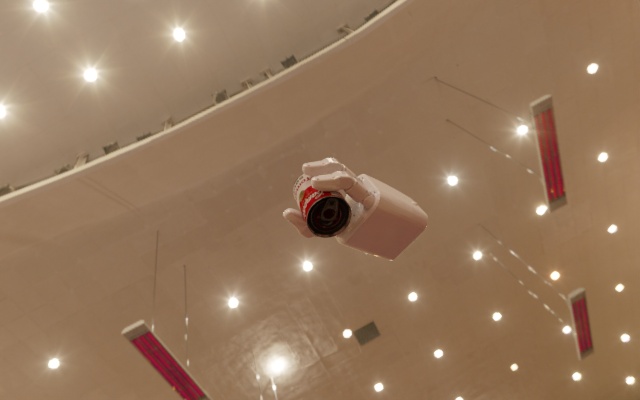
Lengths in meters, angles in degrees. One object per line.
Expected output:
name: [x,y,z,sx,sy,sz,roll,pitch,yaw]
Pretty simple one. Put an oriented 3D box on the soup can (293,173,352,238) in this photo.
soup can: [0.000,0.002,0.732,0.068,0.068,0.102,0,26,-16]
